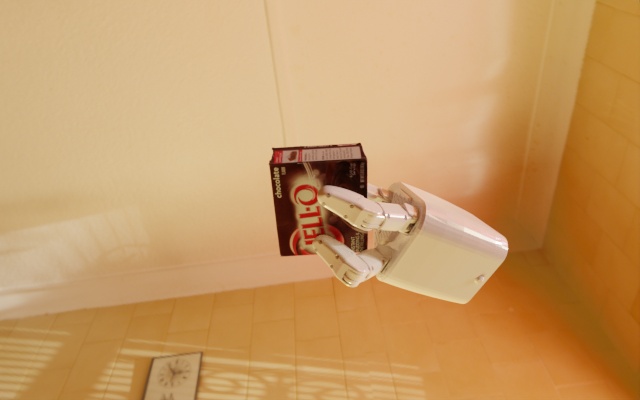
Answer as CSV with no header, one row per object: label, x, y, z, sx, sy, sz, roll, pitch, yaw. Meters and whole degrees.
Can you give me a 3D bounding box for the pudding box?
pudding box,0.000,0.001,0.469,0.090,0.114,0.039,-4,32,0
